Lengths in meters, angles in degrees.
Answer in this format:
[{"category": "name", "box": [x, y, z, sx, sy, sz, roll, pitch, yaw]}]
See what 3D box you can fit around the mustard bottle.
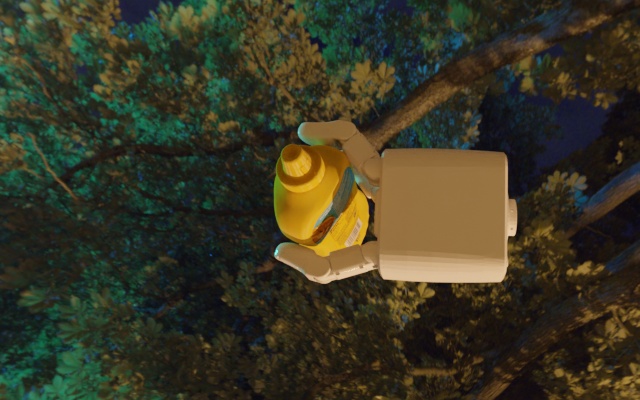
[{"category": "mustard bottle", "box": [0.000, 0.002, 0.467, 0.058, 0.096, 0.192, 24, -16, 23]}]
